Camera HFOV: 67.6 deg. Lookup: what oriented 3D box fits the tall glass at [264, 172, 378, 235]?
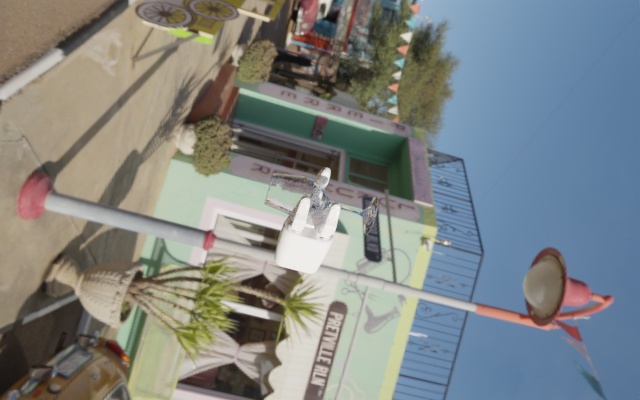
[{"bbox_3d":[0.001,0.003,0.887,0.201,0.079,0.079,15,-2,-7],"label":"tall glass"}]
